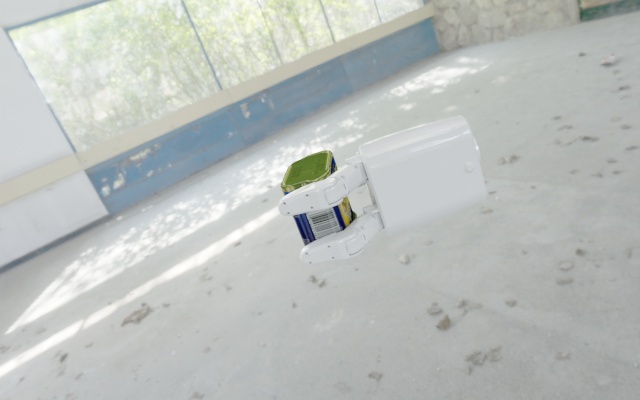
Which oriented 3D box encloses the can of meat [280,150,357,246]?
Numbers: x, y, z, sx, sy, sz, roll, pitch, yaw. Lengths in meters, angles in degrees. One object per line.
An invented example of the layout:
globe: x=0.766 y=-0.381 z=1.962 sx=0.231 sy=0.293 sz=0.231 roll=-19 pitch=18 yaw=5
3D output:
can of meat: x=0.000 y=0.001 z=0.507 sx=0.057 sy=0.084 sz=0.102 roll=-17 pitch=20 yaw=10
